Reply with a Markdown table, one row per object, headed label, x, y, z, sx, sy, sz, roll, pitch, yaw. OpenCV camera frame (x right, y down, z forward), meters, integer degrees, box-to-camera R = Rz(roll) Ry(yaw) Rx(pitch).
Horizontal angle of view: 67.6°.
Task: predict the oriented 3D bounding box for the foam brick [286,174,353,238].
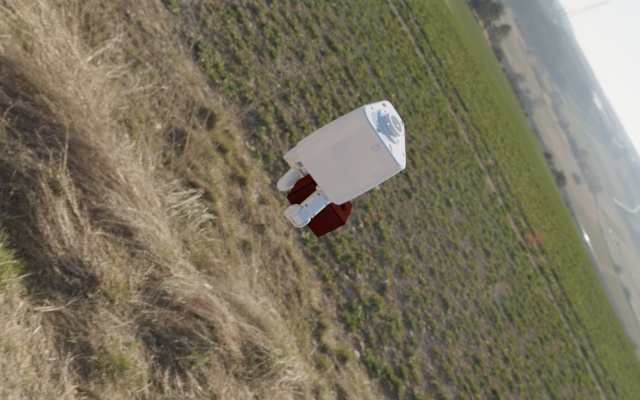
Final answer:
| label | x | y | z | sx | sy | sz | roll | pitch | yaw |
| --- | --- | --- | --- | --- | --- | --- | --- | --- | --- |
| foam brick | 0.000 | 0.002 | 0.674 | 0.051 | 0.078 | 0.053 | -28 | 19 | 29 |
